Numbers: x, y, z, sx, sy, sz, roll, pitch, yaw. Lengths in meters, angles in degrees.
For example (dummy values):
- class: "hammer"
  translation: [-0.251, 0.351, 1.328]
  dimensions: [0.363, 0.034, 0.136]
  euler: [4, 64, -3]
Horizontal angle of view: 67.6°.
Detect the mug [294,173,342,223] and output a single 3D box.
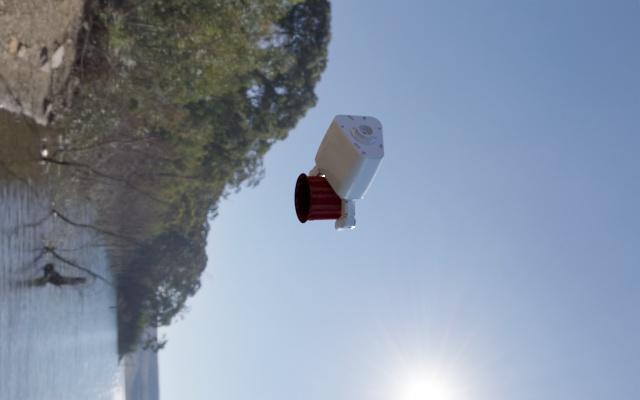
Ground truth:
- class: "mug"
  translation: [0.000, 0.004, 0.900]
  dimensions: [0.081, 0.093, 0.117]
  euler: [0, -37, -22]
